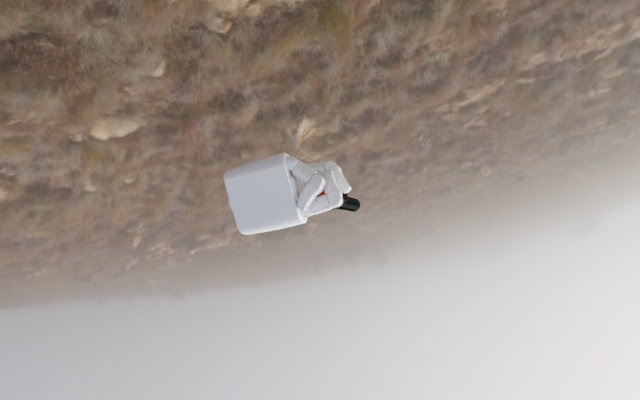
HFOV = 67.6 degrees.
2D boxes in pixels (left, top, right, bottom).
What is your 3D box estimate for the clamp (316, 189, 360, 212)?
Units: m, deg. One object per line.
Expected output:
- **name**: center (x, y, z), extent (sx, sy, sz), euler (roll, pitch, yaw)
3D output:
- **clamp**: center (0.000, 0.003, 0.847), extent (0.120, 0.039, 0.171), euler (-15, -16, 10)
